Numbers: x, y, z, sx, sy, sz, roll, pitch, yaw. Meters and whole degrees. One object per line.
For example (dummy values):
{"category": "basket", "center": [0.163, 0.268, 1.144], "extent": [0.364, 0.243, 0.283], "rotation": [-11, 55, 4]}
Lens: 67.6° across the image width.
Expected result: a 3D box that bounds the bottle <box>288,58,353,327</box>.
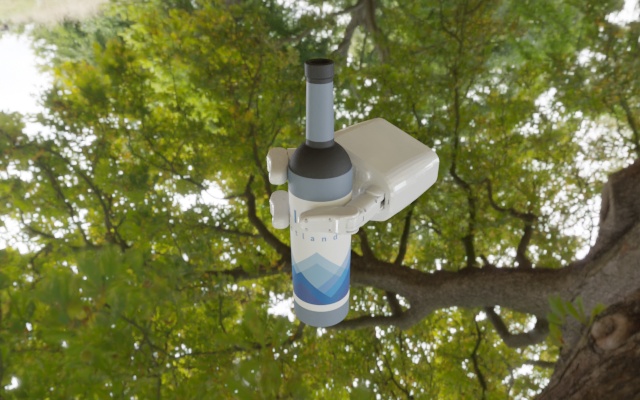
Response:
{"category": "bottle", "center": [0.000, 0.002, 0.507], "extent": [0.069, 0.296, 0.069], "rotation": [0, 29, 0]}
